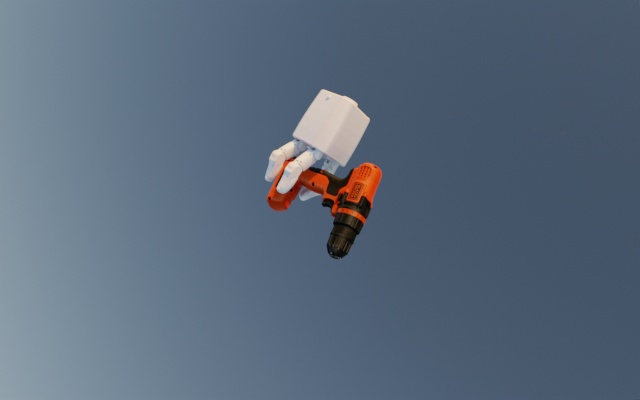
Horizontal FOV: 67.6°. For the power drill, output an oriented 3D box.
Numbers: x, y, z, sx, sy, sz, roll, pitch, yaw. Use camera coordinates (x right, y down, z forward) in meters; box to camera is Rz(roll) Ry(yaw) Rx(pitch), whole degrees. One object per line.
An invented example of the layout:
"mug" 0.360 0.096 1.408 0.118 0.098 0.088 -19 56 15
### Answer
"power drill" 0.000 0.002 0.866 0.187 0.184 0.057 15 -23 25
